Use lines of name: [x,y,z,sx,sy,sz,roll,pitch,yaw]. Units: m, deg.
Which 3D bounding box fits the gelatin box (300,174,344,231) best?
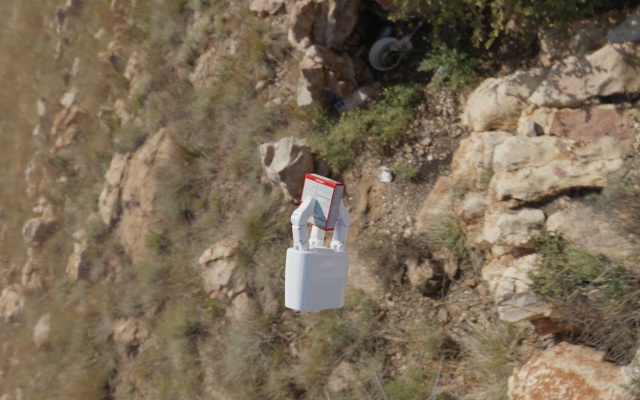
gelatin box: [0.000,0.003,0.871,0.073,0.089,0.030,22,16,39]
